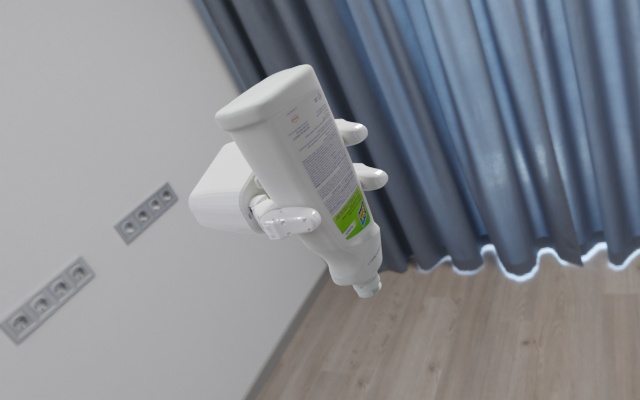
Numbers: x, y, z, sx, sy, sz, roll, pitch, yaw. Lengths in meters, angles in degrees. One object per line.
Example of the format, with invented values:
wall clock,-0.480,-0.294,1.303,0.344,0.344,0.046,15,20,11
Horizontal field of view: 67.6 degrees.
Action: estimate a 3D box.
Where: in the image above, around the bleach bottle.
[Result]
bleach bottle,0.000,0.001,0.477,0.068,0.251,0.102,-2,34,42
